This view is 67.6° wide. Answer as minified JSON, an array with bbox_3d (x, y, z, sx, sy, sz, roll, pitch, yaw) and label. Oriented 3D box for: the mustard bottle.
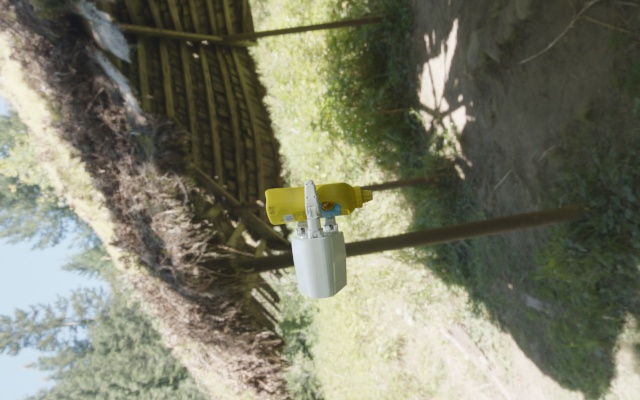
[{"bbox_3d":[0.000,0.003,0.874,0.191,0.058,0.096,-6,-24,1],"label":"mustard bottle"}]
